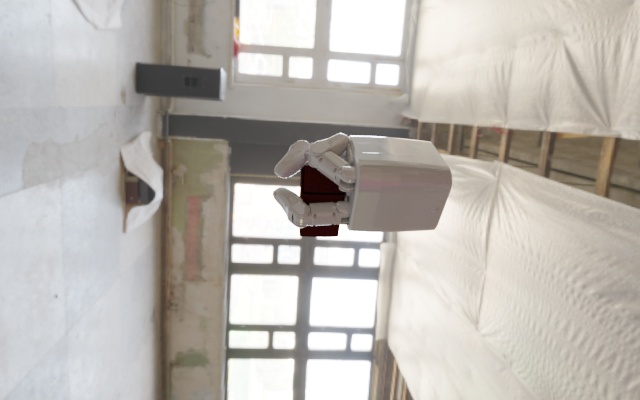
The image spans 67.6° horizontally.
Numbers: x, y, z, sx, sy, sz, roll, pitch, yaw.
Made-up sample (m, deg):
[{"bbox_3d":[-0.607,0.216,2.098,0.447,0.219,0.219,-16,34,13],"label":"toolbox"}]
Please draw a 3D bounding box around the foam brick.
[{"bbox_3d":[0.000,0.002,0.593,0.051,0.053,0.078,1,-45,-5],"label":"foam brick"}]
